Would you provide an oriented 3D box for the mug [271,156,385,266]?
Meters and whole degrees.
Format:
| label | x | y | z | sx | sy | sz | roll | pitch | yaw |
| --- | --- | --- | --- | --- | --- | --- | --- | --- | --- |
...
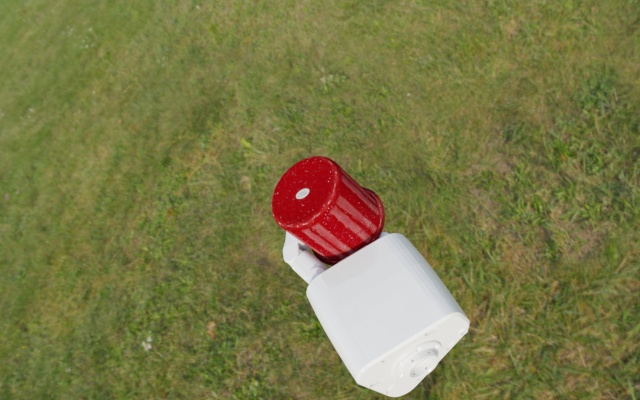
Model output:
| label | x | y | z | sx | sy | sz | roll | pitch | yaw |
| --- | --- | --- | --- | --- | --- | --- | --- | --- | --- |
| mug | -0.001 | 0.001 | 0.489 | 0.081 | 0.093 | 0.117 | 39 | 10 | -44 |
